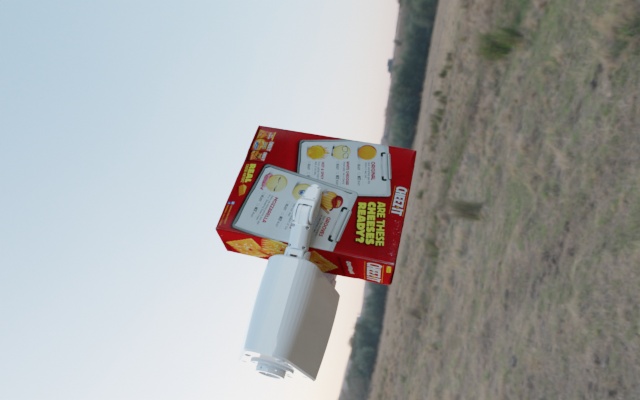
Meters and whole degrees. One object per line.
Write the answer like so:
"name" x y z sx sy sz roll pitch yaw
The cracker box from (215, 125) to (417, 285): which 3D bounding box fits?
"cracker box" 0.000 0.002 0.603 0.213 0.164 0.072 11 -30 11
